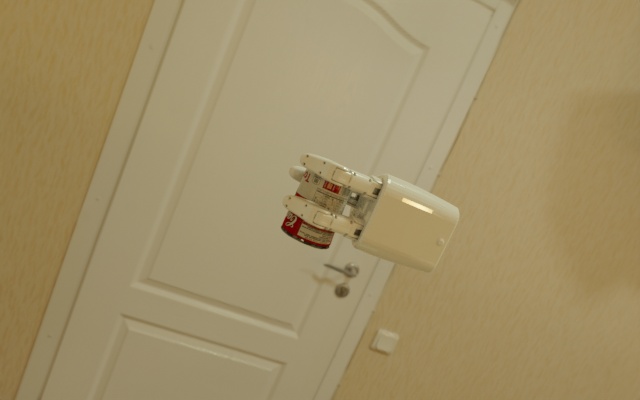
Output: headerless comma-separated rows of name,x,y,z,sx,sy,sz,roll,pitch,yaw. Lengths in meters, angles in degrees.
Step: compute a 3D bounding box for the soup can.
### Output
soup can,0.000,0.002,0.607,0.068,0.102,0.068,23,9,-4
